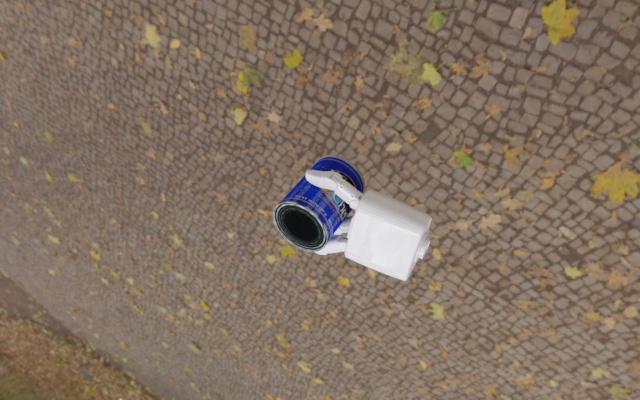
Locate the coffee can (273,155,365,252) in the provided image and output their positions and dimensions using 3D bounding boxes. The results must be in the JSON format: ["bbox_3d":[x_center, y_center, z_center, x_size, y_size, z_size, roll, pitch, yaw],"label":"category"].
[{"bbox_3d":[0.000,0.002,0.805,0.103,0.103,0.140,0,36,36],"label":"coffee can"}]
